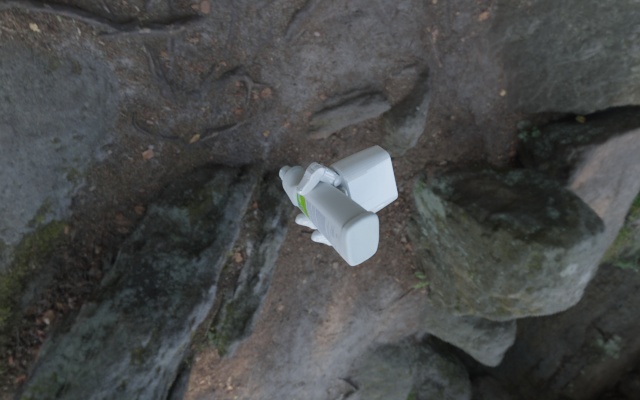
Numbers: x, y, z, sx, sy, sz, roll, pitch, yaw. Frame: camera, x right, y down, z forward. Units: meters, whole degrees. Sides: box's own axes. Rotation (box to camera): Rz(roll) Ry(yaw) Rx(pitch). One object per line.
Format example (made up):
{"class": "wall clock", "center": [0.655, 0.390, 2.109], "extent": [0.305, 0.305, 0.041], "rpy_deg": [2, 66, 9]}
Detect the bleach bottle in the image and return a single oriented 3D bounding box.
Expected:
{"class": "bleach bottle", "center": [0.000, 0.003, 0.845], "extent": [0.068, 0.103, 0.250], "rpy_deg": [-27, 46, -22]}
